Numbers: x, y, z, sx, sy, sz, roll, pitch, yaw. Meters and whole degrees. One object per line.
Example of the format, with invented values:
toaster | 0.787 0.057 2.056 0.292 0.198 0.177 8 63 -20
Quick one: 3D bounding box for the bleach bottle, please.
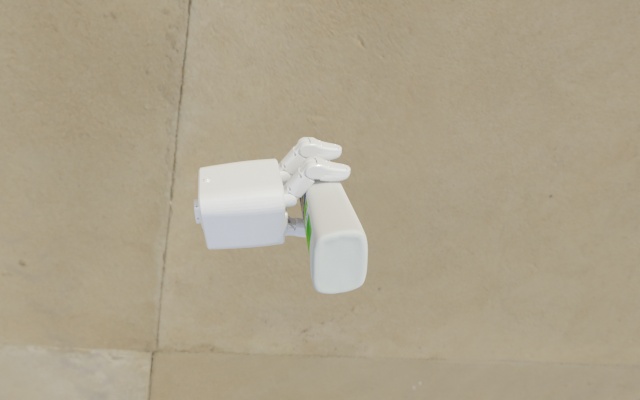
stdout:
bleach bottle | 0.000 0.002 0.653 0.068 0.103 0.250 -6 36 -9
